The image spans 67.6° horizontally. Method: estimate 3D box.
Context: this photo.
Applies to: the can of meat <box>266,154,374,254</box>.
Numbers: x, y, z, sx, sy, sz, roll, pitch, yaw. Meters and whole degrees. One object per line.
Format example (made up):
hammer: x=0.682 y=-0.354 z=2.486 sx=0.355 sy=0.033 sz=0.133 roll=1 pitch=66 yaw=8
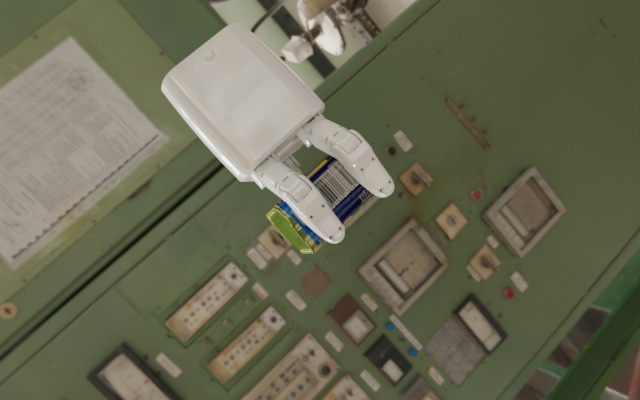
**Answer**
can of meat: x=0.000 y=0.002 z=0.435 sx=0.084 sy=0.057 sz=0.102 roll=-43 pitch=2 yaw=-12
